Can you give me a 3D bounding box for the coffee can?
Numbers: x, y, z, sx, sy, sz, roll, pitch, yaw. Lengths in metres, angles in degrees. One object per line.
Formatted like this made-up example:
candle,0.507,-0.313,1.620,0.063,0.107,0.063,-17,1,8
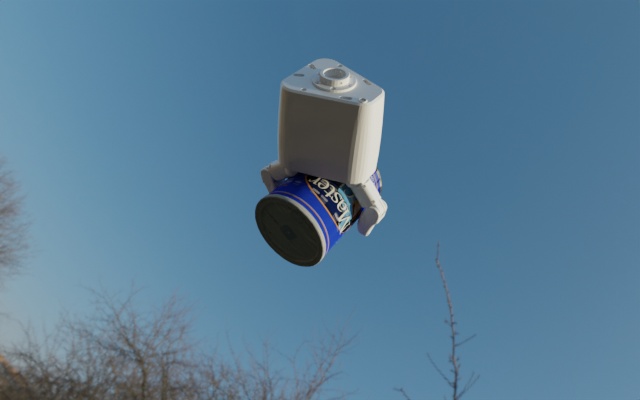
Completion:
coffee can,0.000,0.002,0.612,0.103,0.103,0.140,0,32,42
